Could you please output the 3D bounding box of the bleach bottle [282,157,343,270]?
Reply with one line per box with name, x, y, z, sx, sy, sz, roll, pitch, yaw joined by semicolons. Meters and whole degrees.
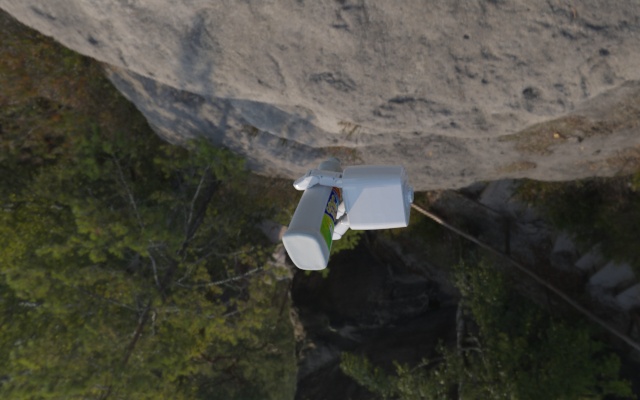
bleach bottle;0.000;0.003;0.897;0.068;0.250;0.103;-2;-45;19
